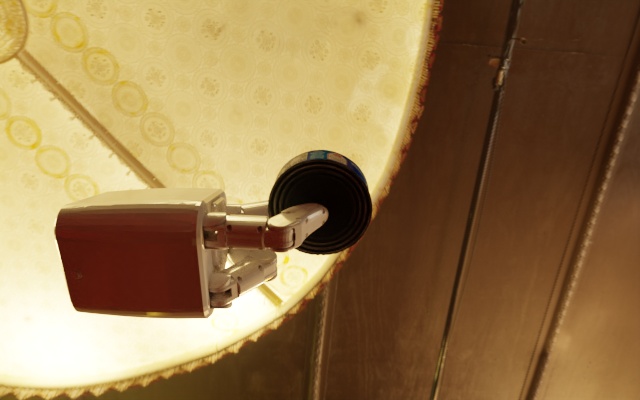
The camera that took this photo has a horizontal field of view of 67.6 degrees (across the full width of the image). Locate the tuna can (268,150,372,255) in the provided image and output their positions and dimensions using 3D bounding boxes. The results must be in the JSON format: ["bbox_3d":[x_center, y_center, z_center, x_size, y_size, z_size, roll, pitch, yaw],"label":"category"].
[{"bbox_3d":[0.000,0.001,0.405,0.086,0.086,0.033,0,23,2],"label":"tuna can"}]
